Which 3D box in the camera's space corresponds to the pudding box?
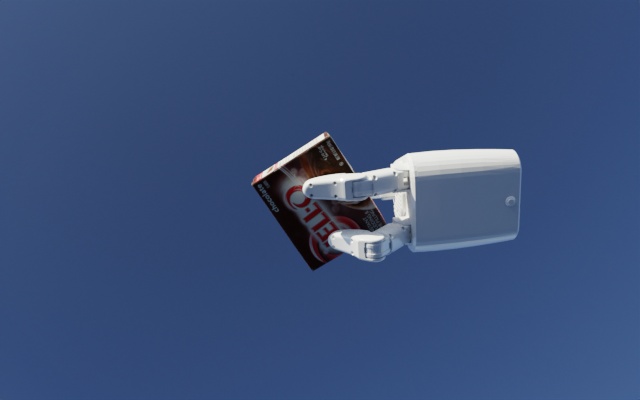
[{"bbox_3d":[0.000,0.001,0.479,0.090,0.113,0.039,-32,13,7],"label":"pudding box"}]
